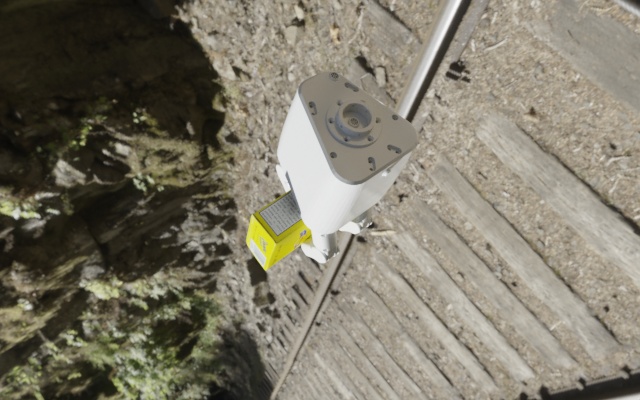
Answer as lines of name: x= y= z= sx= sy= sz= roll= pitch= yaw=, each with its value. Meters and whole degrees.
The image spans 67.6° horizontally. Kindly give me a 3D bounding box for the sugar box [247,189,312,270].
sugar box: x=0.000 y=0.002 z=0.541 sx=0.176 sy=0.048 sz=0.093 roll=-33 pitch=-13 yaw=-24
